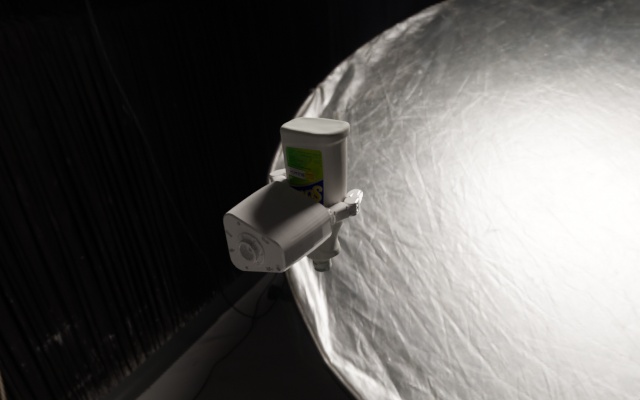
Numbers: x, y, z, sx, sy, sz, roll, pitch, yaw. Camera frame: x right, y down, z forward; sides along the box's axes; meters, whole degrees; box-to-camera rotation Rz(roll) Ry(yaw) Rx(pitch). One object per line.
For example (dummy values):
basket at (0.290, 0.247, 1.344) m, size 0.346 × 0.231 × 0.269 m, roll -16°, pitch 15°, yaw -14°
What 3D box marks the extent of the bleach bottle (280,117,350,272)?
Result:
bleach bottle at (0.000, 0.002, 0.739) m, size 0.102 × 0.251 × 0.068 m, roll 13°, pitch 33°, yaw 32°
